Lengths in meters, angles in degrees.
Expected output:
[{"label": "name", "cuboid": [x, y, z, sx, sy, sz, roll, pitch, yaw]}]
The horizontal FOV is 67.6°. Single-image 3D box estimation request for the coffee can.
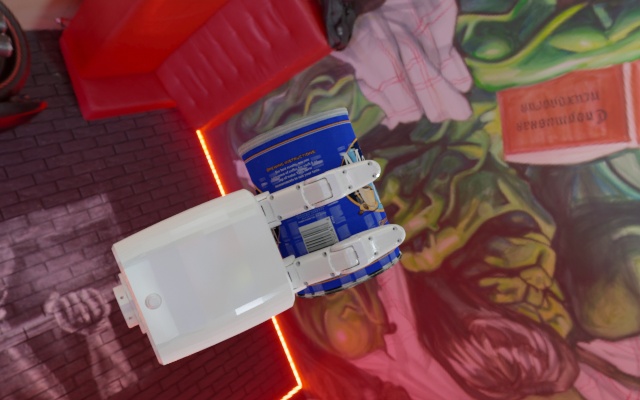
[{"label": "coffee can", "cuboid": [0.000, 0.001, 0.427, 0.103, 0.140, 0.103, -21, 3, 1]}]
